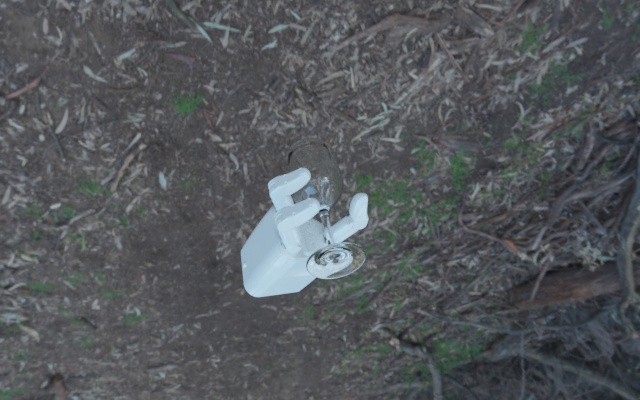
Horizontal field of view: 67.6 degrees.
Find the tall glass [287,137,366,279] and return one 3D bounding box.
[{"bbox_3d":[0.000,0.003,0.646,0.079,0.200,0.079,-8,-41,-7],"label":"tall glass"}]
